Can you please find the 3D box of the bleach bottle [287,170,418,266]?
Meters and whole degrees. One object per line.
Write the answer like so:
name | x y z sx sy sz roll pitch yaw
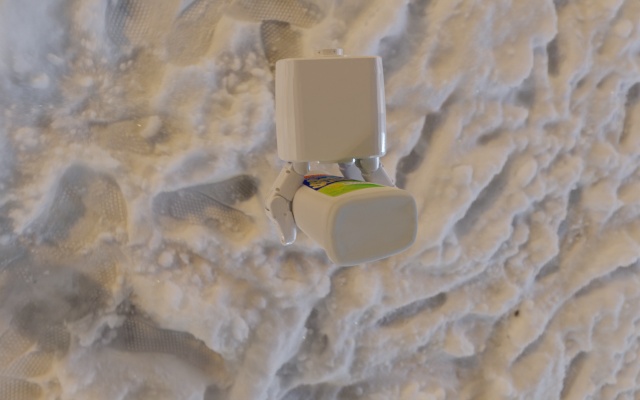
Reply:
bleach bottle | 0.000 0.002 0.550 0.102 0.068 0.250 -9 15 -24
